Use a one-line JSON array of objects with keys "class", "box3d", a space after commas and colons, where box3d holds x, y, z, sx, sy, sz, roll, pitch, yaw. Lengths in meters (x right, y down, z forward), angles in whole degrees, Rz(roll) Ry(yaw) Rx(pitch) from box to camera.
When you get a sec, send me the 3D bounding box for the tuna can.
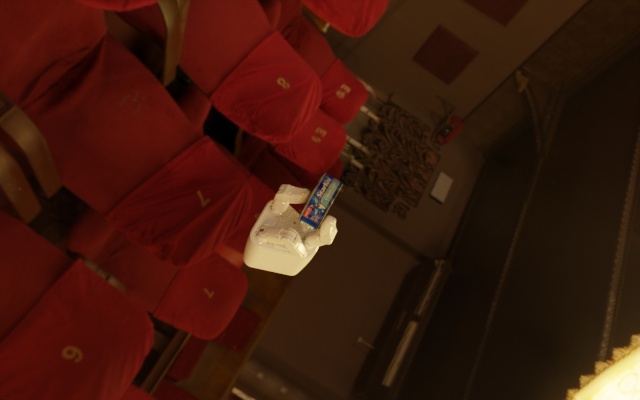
[{"class": "tuna can", "box3d": [0.001, 0.003, 0.729, 0.034, 0.086, 0.086, 30, 1, 1]}]
